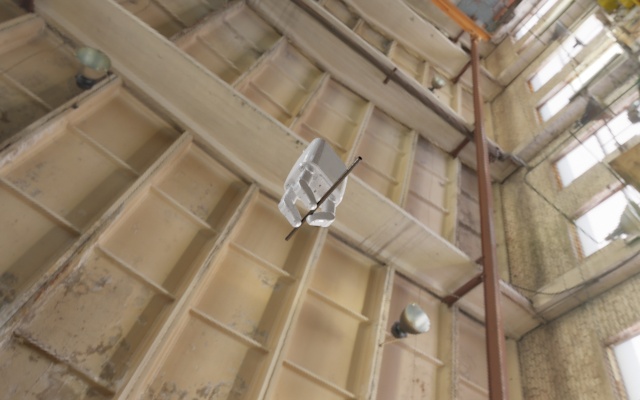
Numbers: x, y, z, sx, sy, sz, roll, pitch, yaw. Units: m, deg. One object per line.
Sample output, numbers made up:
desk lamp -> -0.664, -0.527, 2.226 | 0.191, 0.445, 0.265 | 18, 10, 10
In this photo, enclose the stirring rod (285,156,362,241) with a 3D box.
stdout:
stirring rod -> 0.000, 0.003, 0.854 | 0.011, 0.011, 0.240 | 0, -37, -43
